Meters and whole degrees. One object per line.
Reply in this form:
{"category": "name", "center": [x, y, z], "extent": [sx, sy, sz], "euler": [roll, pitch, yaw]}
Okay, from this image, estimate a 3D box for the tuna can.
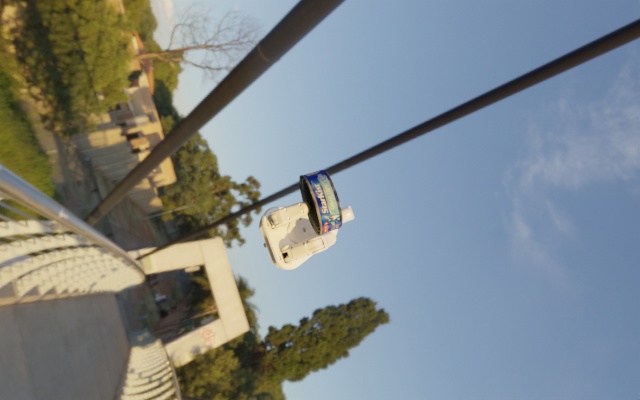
{"category": "tuna can", "center": [0.001, 0.002, 0.654], "extent": [0.034, 0.086, 0.086], "euler": [-17, 3, -11]}
